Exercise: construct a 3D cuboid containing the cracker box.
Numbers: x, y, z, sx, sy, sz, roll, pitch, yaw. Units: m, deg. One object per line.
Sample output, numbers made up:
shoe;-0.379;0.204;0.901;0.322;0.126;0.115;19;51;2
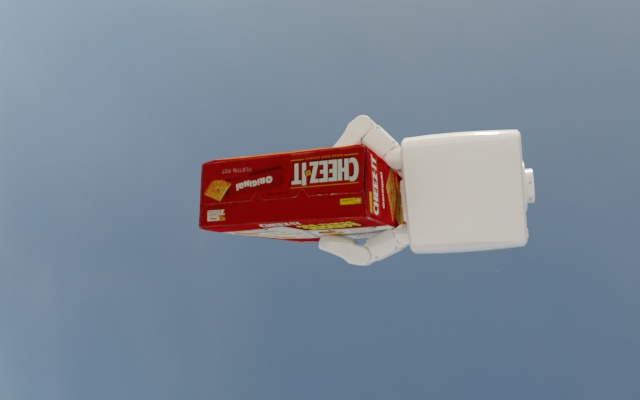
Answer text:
cracker box;0.000;0.002;0.511;0.164;0.072;0.214;-5;-10;20
